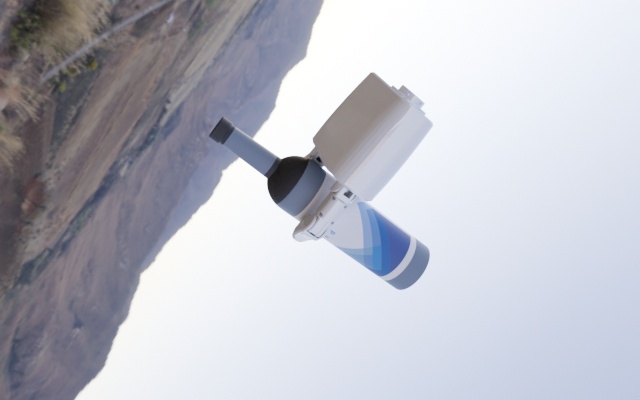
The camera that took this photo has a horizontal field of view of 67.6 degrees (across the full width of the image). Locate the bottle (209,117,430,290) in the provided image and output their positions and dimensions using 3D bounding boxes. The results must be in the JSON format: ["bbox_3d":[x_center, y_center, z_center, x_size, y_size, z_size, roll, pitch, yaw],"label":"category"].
[{"bbox_3d":[0.000,0.002,0.562,0.296,0.069,0.069,36,-12,-16],"label":"bottle"}]
